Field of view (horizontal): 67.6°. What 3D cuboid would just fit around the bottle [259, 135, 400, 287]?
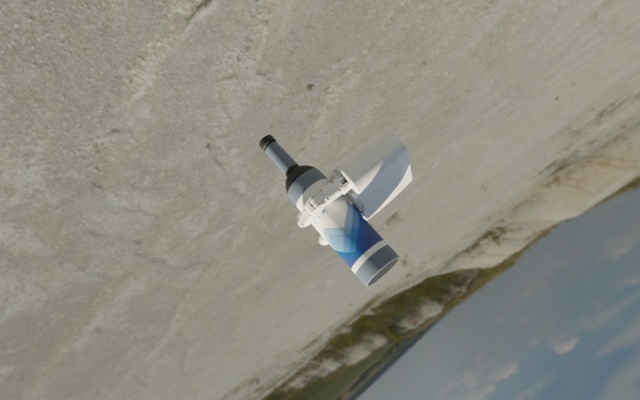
[{"bbox_3d":[0.000,0.003,0.755,0.069,0.295,0.069,-36,-20,-16],"label":"bottle"}]
